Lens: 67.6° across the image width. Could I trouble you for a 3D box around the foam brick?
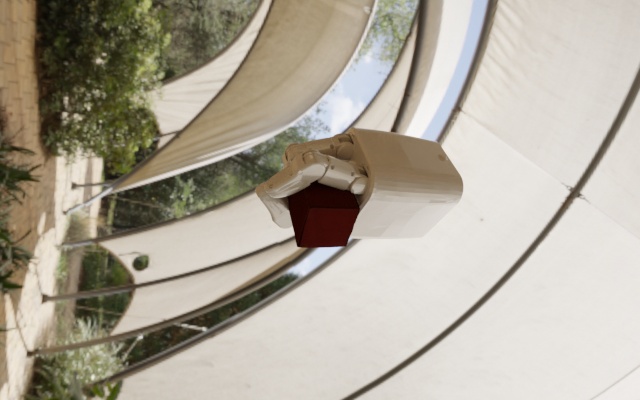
[{"bbox_3d":[0.000,0.002,0.470,0.051,0.053,0.078,3,41,-18],"label":"foam brick"}]
